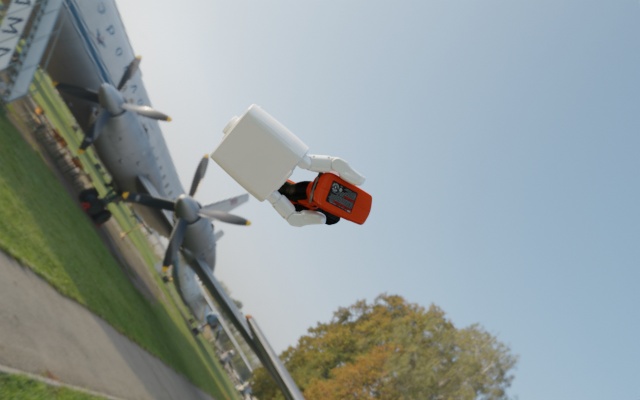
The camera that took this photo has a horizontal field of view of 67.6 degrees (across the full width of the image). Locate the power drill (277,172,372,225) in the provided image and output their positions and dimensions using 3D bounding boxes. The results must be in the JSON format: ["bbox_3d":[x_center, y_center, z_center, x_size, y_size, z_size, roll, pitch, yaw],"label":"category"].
[{"bbox_3d":[0.000,0.002,0.808,0.184,0.057,0.187,25,-13,-31],"label":"power drill"}]
